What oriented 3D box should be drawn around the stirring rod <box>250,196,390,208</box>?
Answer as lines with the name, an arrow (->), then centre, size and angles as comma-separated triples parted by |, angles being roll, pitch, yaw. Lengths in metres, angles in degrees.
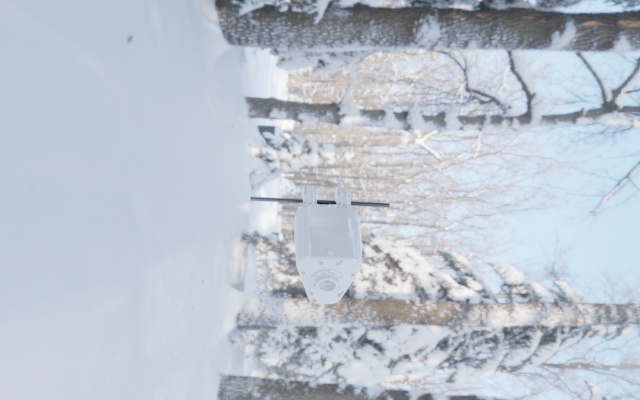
stirring rod -> 0.000, 0.003, 0.824 | 0.239, 0.011, 0.011 | 3, 0, -4
